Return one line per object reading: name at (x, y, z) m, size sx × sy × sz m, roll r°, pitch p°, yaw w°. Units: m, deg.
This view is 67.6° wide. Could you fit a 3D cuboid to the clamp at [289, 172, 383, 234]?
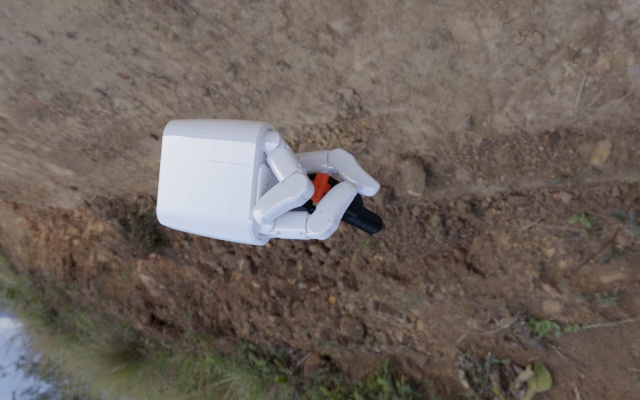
clamp at (0.000, 0.002, 0.531) m, size 0.120 × 0.039 × 0.171 m, roll 6°, pitch -14°, yaw 17°
